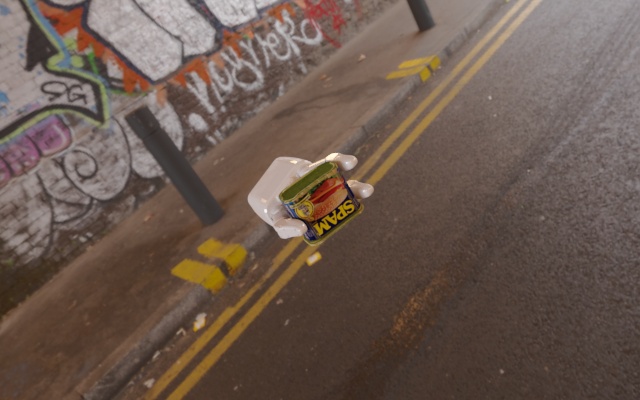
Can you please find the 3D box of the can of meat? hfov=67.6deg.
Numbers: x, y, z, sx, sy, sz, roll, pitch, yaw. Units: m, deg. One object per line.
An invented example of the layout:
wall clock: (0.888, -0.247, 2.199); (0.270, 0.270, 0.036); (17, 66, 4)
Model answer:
can of meat: (0.000, 0.002, 0.710); (0.102, 0.084, 0.057); (-36, 23, -10)
